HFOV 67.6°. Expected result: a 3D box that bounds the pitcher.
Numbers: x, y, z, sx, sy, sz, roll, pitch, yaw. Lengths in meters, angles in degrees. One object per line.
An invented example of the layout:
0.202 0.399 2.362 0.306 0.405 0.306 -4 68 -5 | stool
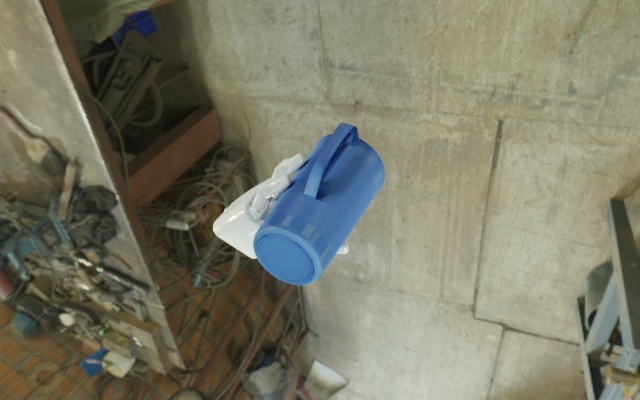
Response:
0.000 0.002 0.728 0.145 0.149 0.242 -22 24 41 | pitcher
